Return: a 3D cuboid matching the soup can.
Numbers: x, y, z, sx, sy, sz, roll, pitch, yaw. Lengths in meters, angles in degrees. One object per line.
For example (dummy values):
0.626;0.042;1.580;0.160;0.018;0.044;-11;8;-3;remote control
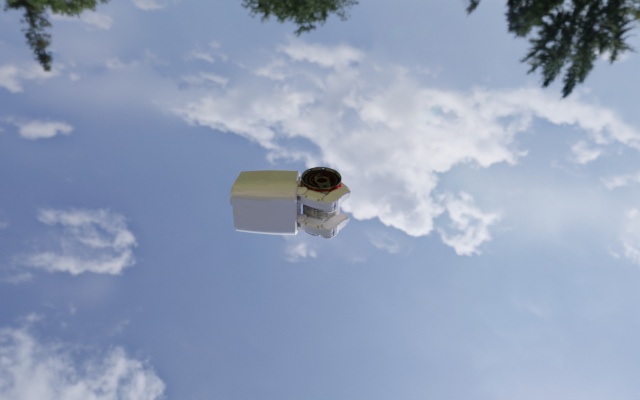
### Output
0.001;0.003;0.822;0.068;0.102;0.068;1;35;-1;soup can
